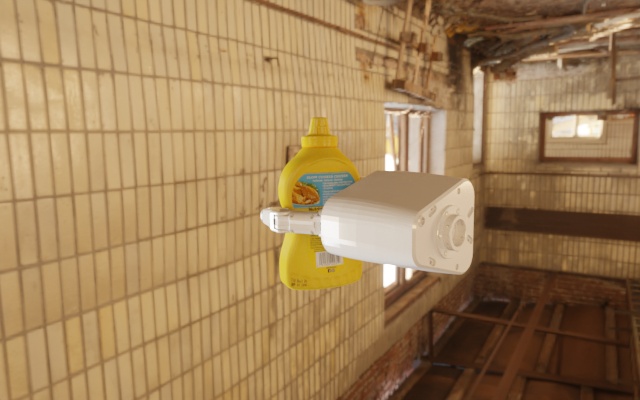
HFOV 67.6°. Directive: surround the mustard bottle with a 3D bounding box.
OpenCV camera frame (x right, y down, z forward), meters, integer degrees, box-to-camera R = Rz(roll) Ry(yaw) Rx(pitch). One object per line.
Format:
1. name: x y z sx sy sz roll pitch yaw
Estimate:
1. mustard bottle: 0.000 0.002 0.548 0.096 0.191 0.058 -4 8 -21
